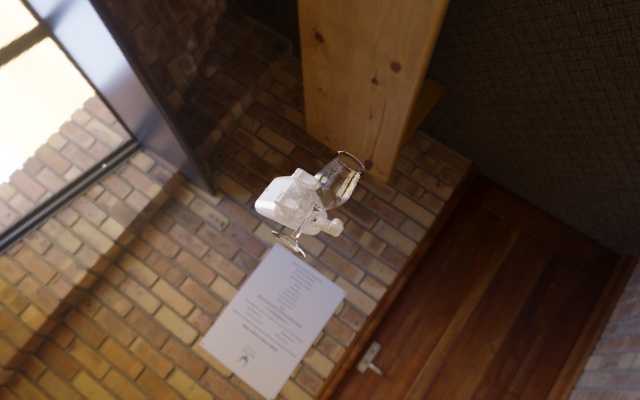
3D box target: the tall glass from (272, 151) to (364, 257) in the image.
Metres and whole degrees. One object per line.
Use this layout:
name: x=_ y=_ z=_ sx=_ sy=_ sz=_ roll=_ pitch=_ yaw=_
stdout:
tall glass: x=0.000 y=0.003 z=0.879 sx=0.079 sy=0.201 sz=0.079 roll=34 pitch=-16 yaw=11
